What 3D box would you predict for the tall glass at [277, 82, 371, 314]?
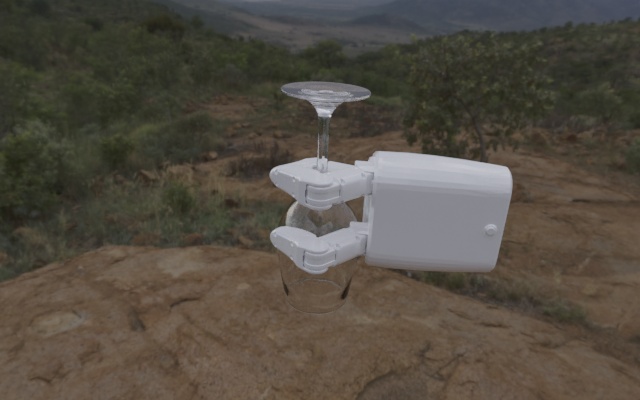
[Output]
[{"bbox_3d":[0.000,0.001,0.427,0.079,0.201,0.079,3,23,-1],"label":"tall glass"}]
